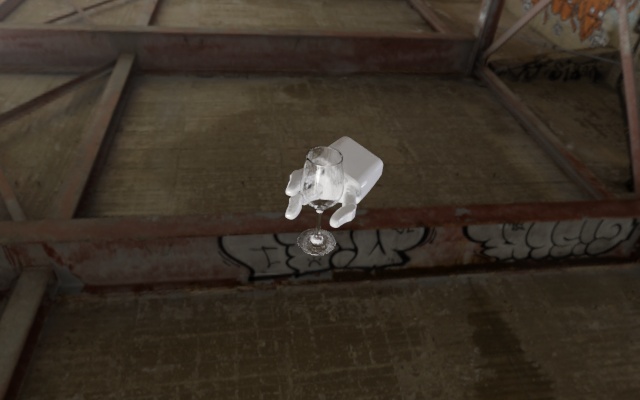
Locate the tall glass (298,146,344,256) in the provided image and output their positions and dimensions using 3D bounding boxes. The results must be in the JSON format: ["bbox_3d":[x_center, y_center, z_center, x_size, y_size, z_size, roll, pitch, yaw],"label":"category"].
[{"bbox_3d":[0.000,0.003,0.861,0.079,0.201,0.079,3,39,-3],"label":"tall glass"}]
